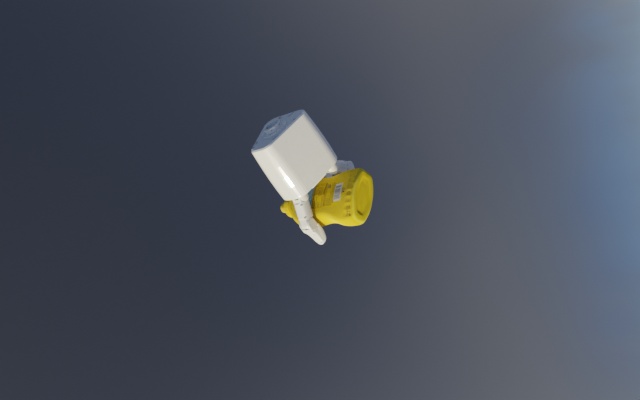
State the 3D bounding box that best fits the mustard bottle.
[{"bbox_3d":[0.001,0.003,0.851,0.191,0.096,0.058,-9,-28,41],"label":"mustard bottle"}]
